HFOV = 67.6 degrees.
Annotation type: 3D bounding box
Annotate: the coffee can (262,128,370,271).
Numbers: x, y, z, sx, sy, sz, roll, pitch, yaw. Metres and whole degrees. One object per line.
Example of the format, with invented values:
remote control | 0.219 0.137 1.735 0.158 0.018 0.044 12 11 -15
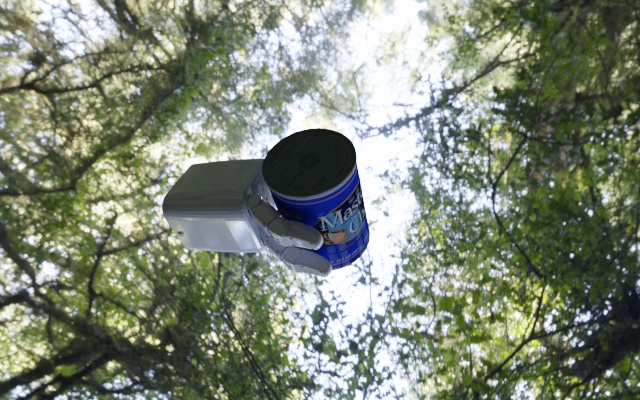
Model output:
coffee can | 0.000 0.002 0.556 0.103 0.102 0.140 0 -40 14
